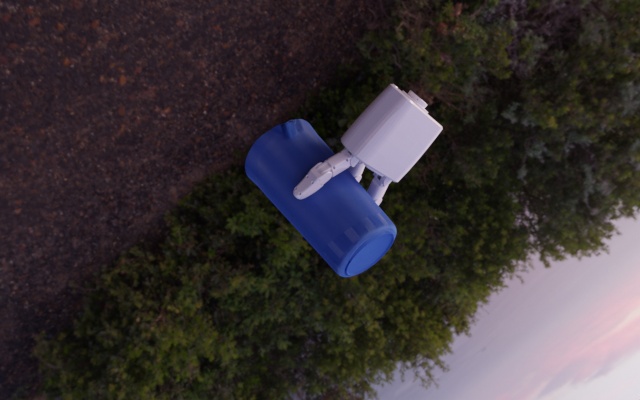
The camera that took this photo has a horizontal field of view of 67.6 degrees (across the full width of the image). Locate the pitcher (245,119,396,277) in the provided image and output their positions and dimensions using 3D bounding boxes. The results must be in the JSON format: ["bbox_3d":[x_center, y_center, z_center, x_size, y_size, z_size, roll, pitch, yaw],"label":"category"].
[{"bbox_3d":[0.000,0.002,0.740,0.242,0.145,0.149,49,17,27],"label":"pitcher"}]
